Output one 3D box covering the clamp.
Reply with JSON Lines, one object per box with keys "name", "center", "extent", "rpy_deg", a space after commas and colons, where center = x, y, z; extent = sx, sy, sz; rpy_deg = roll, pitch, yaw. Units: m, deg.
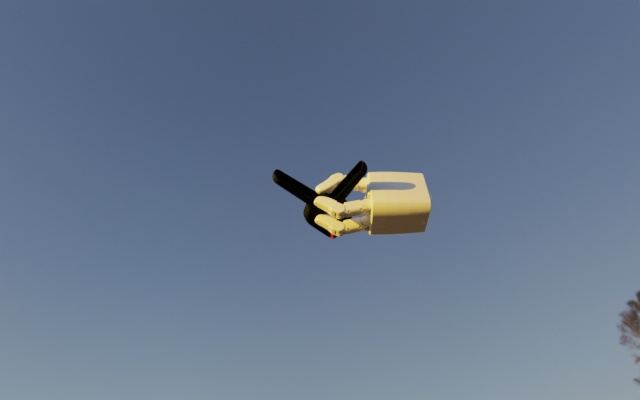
{"name": "clamp", "center": [0.000, 0.003, 0.892], "extent": [0.164, 0.036, 0.210], "rpy_deg": [0, -38, 1]}
